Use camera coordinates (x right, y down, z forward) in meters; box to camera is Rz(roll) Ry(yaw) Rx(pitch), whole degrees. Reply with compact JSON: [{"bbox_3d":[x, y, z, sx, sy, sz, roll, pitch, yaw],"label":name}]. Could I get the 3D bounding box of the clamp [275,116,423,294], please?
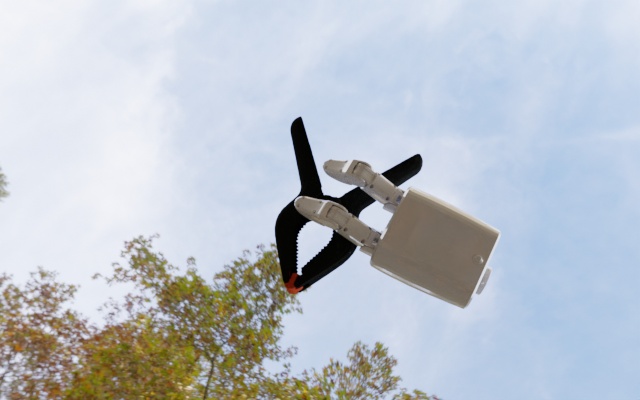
[{"bbox_3d":[0.000,0.003,0.541,0.164,0.210,0.036,26,-20,16],"label":"clamp"}]
